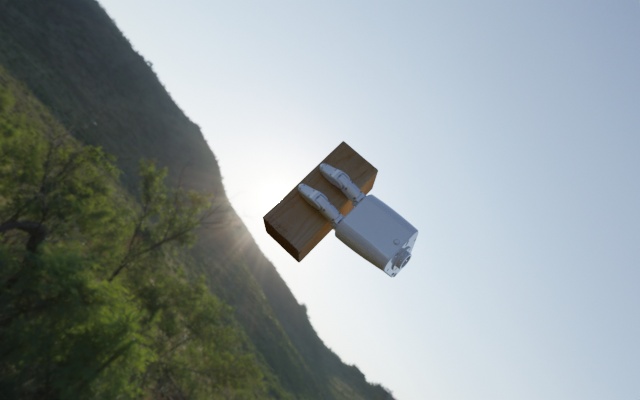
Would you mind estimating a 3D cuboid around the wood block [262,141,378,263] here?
[{"bbox_3d":[0.001,0.003,0.871,0.090,0.206,0.091,42,-17,14],"label":"wood block"}]
